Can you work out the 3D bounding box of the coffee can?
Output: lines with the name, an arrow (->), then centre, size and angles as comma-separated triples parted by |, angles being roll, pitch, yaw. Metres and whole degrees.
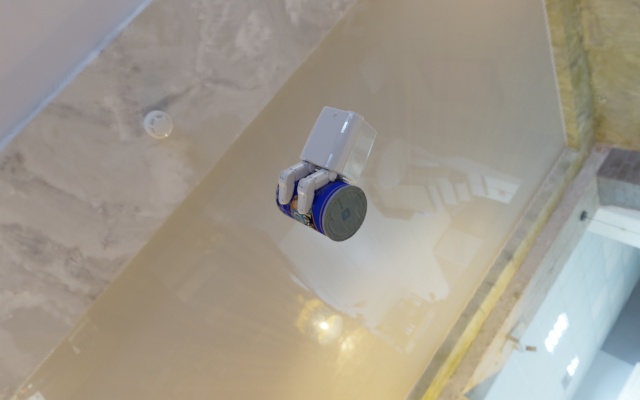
coffee can -> 0.000, 0.003, 0.872 | 0.103, 0.103, 0.140 | 0, 18, -43
